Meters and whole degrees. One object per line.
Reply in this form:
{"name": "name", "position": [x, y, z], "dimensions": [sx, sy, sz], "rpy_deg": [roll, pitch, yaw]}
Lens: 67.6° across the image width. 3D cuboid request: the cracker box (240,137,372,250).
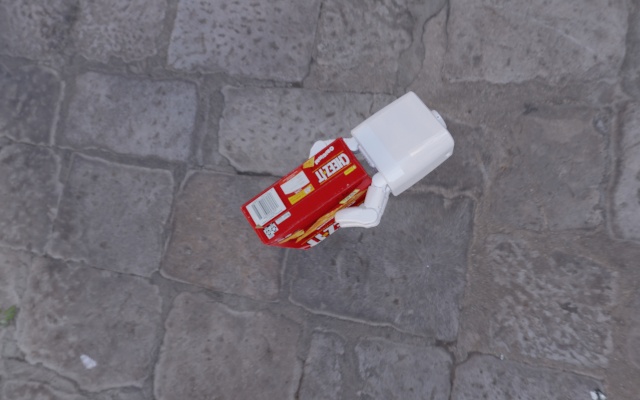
{"name": "cracker box", "position": [0.000, 0.002, 0.708], "dimensions": [0.164, 0.072, 0.214], "rpy_deg": [-35, -13, 6]}
